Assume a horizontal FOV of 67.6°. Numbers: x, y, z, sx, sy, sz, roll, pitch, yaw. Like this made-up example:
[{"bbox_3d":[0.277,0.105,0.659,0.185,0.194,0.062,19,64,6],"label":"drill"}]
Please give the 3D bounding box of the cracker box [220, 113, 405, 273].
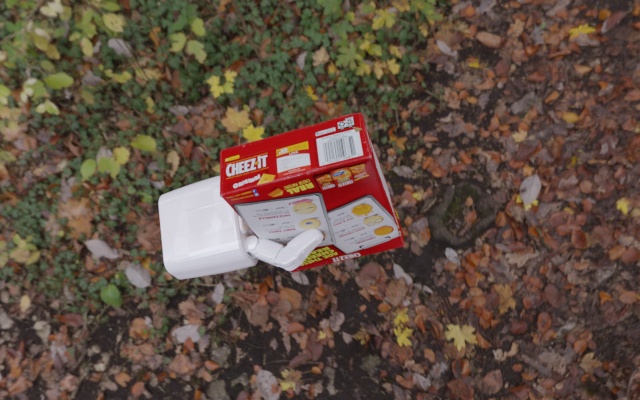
[{"bbox_3d":[0.000,0.002,0.577,0.164,0.072,0.214,-14,-33,11],"label":"cracker box"}]
